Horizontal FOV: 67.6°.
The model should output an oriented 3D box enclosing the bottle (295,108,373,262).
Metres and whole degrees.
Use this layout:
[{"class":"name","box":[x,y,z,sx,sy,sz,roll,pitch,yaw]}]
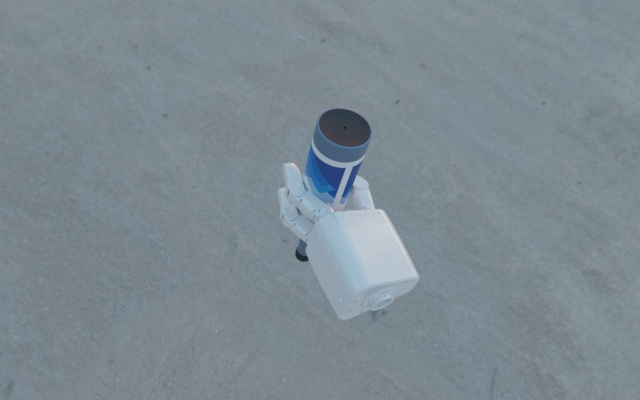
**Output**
[{"class":"bottle","box":[0.000,0.002,0.667,0.069,0.069,0.296,0,-36,-14]}]
